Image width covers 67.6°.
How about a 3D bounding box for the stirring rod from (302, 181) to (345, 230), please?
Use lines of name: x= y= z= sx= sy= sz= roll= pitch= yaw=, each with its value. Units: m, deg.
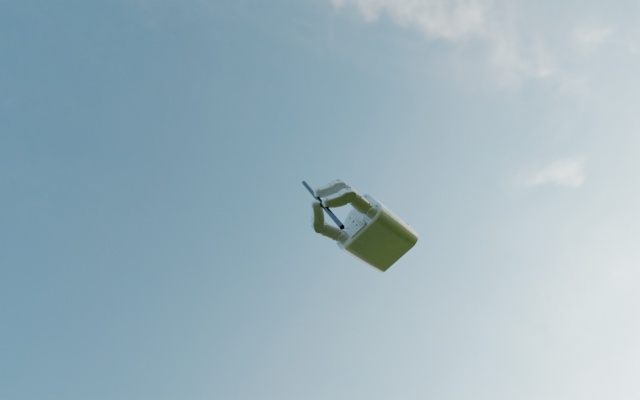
stirring rod: x=0.000 y=0.003 z=0.841 sx=0.011 sy=0.011 sz=0.239 roll=0 pitch=19 yaw=-17
